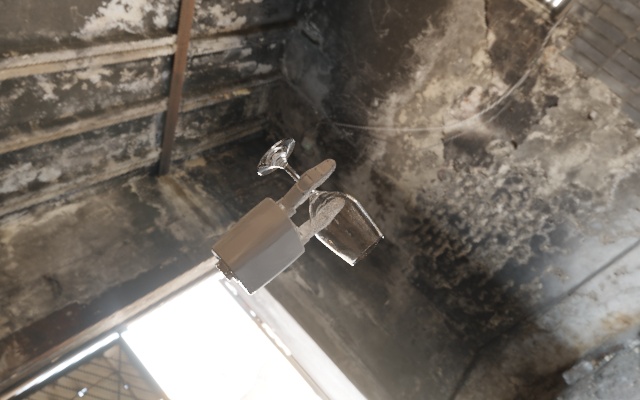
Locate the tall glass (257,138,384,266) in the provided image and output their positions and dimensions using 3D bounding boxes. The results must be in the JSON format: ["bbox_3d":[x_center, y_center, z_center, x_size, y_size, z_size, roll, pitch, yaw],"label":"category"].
[{"bbox_3d":[0.000,0.002,0.698,0.201,0.079,0.079,45,14,14],"label":"tall glass"}]
